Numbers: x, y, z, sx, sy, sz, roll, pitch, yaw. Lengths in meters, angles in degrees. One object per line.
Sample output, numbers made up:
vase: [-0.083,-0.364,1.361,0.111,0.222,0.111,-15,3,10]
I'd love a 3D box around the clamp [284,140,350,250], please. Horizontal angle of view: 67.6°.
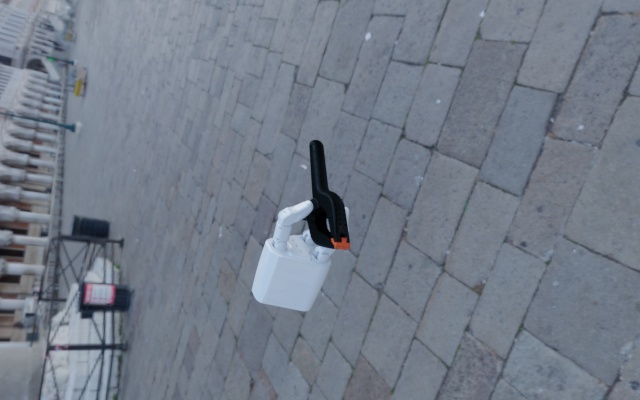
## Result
clamp: [0.000,0.003,0.809,0.036,0.165,0.210,5,26,-29]
